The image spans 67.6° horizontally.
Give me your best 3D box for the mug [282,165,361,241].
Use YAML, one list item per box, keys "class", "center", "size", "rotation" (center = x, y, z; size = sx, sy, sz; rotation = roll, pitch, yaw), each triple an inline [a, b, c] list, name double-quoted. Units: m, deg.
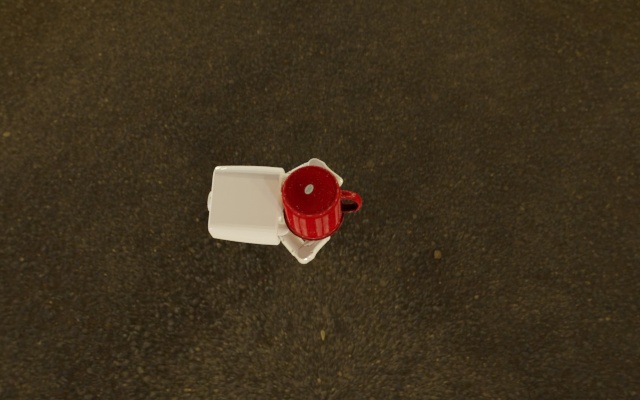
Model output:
- class: "mug"
  center: [0.002, 0.002, 0.686]
  size: [0.117, 0.093, 0.081]
  rotation: [2, -23, 4]
